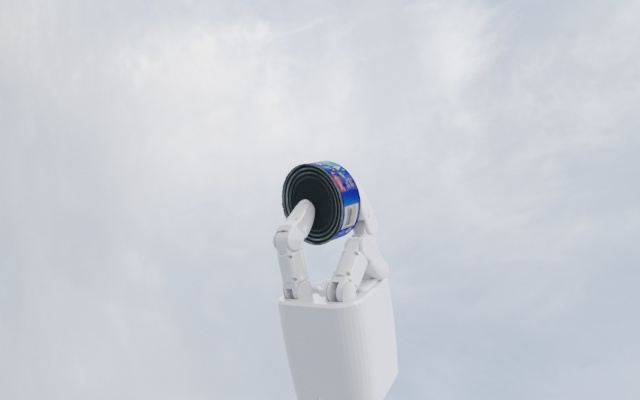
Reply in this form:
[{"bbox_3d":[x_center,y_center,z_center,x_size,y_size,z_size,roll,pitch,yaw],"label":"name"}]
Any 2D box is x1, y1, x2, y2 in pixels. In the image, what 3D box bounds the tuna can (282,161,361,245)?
[{"bbox_3d":[0.000,0.001,0.503,0.086,0.086,0.034,0,11,43],"label":"tuna can"}]
